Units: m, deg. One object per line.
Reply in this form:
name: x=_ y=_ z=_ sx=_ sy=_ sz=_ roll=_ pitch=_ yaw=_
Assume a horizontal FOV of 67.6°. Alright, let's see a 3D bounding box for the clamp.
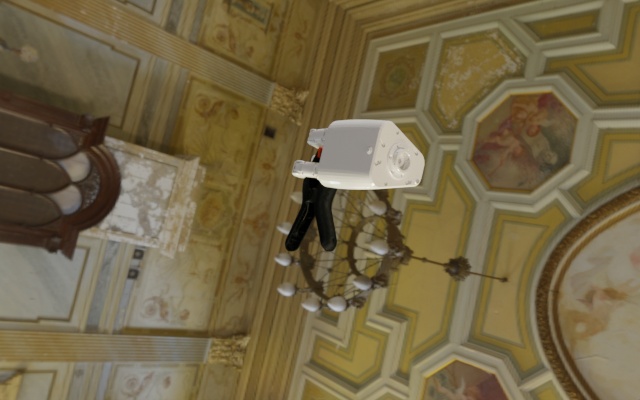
clamp: x=0.001 y=0.002 z=0.733 sx=0.039 sy=0.171 sz=0.120 roll=17 pitch=-5 yaw=-38
